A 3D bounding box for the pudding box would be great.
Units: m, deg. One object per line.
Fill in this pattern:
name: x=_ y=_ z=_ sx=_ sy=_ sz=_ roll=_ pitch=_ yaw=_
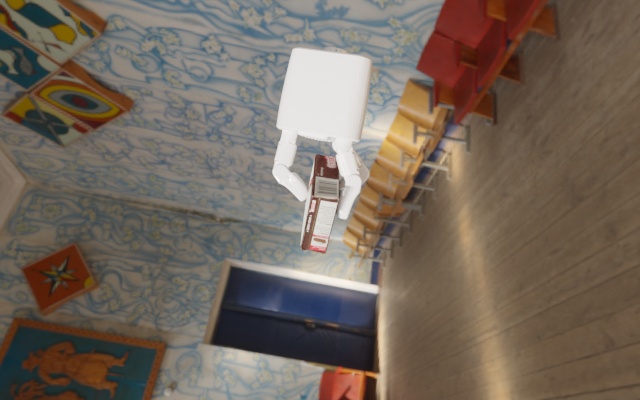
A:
pudding box: x=0.000 y=0.002 z=0.650 sx=0.039 sy=0.090 sz=0.113 roll=10 pitch=33 yaw=-2
